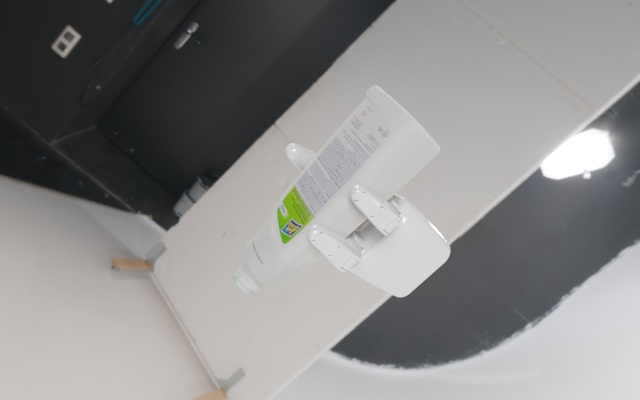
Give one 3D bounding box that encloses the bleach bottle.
[{"bbox_3d":[0.000,0.002,0.501,0.068,0.251,0.102,37,14,-38],"label":"bleach bottle"}]
